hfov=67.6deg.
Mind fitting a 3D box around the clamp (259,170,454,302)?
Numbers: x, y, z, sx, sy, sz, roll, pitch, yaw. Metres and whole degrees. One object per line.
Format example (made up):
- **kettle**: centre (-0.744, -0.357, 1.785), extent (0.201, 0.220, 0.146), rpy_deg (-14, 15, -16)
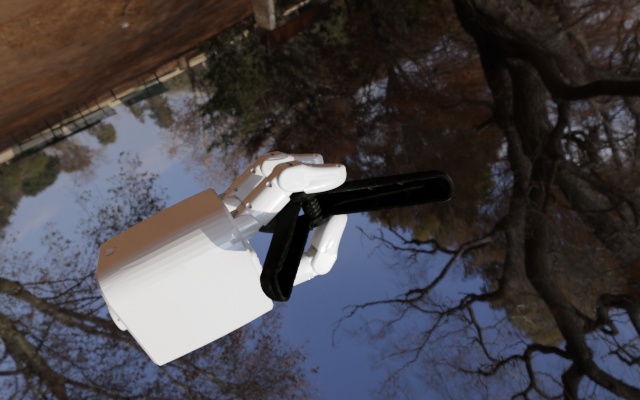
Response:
- **clamp**: centre (0.000, 0.002, 0.417), extent (0.164, 0.036, 0.210), rpy_deg (-25, 22, -14)
